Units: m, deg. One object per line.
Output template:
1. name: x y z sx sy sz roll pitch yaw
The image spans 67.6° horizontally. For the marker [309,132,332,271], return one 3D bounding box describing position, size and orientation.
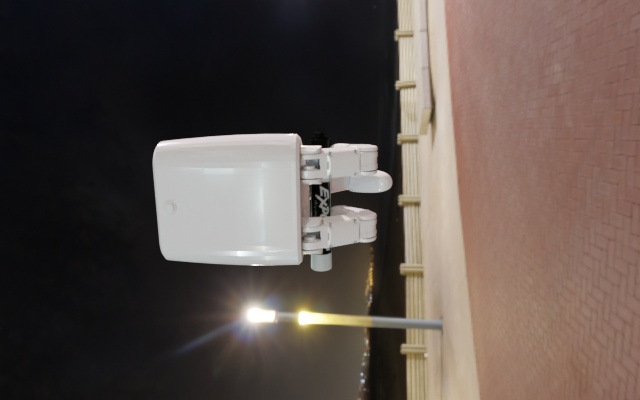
1. marker: 0.000 0.001 0.415 0.020 0.121 0.020 -1 12 0
